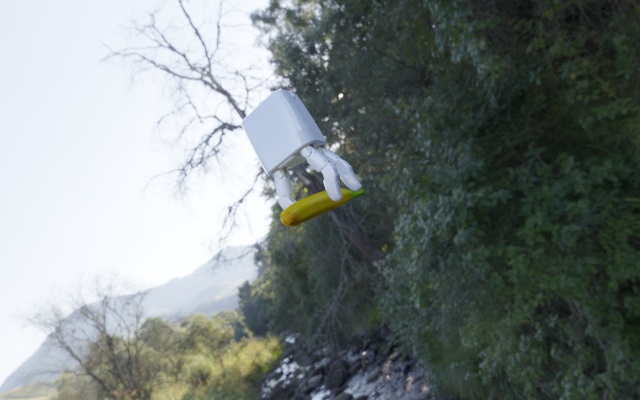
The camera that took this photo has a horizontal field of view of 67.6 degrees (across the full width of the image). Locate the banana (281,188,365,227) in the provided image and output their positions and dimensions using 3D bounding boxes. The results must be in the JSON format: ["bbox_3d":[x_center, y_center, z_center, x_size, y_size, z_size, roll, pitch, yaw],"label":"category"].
[{"bbox_3d":[-0.010,0.008,0.791,0.070,0.037,0.197,-28,-4,43],"label":"banana"}]
